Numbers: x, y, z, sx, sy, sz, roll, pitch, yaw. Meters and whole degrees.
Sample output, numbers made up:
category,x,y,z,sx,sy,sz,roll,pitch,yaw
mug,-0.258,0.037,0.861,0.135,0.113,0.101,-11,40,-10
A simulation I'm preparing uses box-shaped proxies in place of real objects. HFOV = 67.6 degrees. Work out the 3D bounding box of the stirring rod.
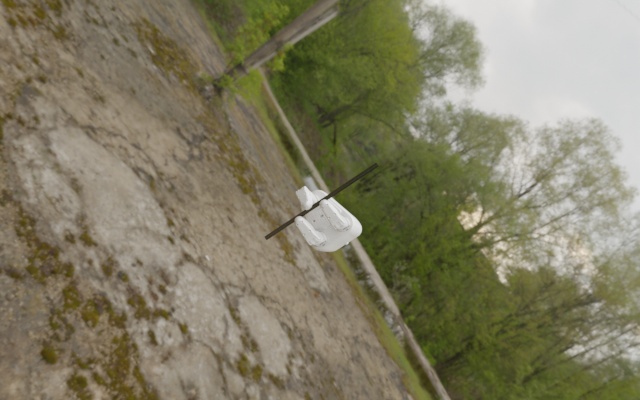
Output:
category,x,y,z,sx,sy,sz,roll,pitch,yaw
stirring rod,0.000,0.003,0.850,0.239,0.011,0.011,-34,-5,8
